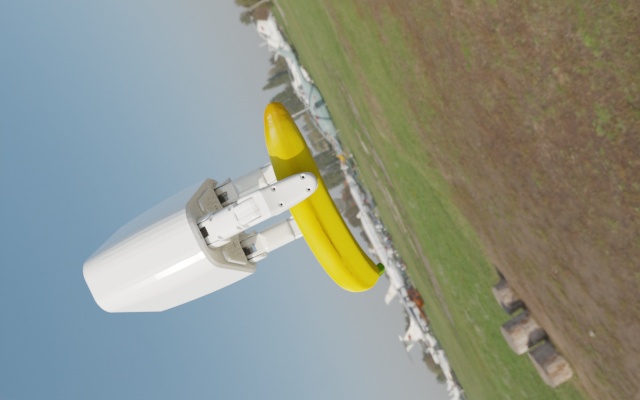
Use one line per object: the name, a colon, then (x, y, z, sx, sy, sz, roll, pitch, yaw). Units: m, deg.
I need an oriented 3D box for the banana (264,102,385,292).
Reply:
banana: (0.002, 0.013, 0.402, 0.037, 0.198, 0.069, -25, 25, 13)
